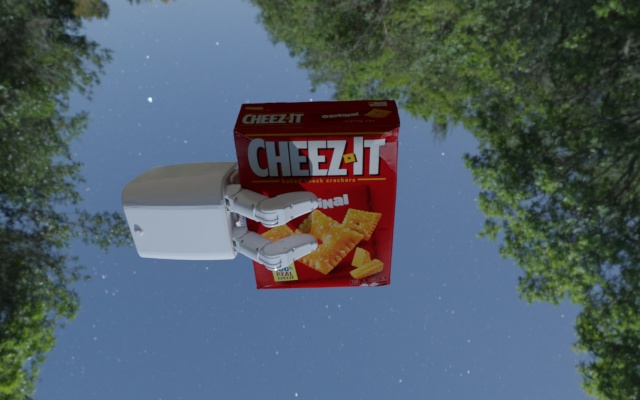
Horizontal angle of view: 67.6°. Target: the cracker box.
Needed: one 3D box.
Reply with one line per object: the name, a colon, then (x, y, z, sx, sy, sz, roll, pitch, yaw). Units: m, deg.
cracker box: (0.000, 0.002, 0.534, 0.164, 0.214, 0.072, -1, 35, 2)
